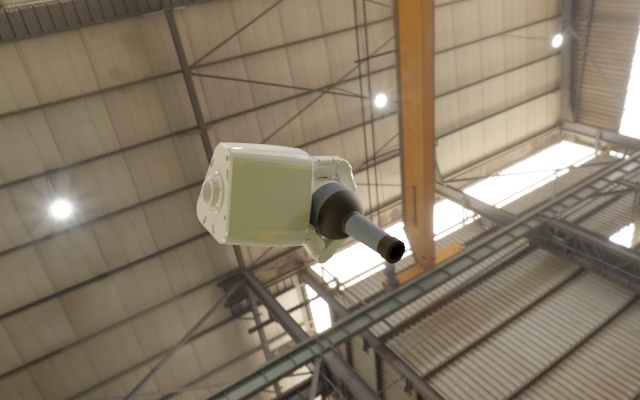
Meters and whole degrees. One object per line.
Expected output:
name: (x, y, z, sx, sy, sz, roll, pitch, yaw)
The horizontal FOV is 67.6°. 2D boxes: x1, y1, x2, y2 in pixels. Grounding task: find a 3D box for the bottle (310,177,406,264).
bottle: (0.000, 0.002, 0.612, 0.069, 0.069, 0.295, 0, 21, -35)
